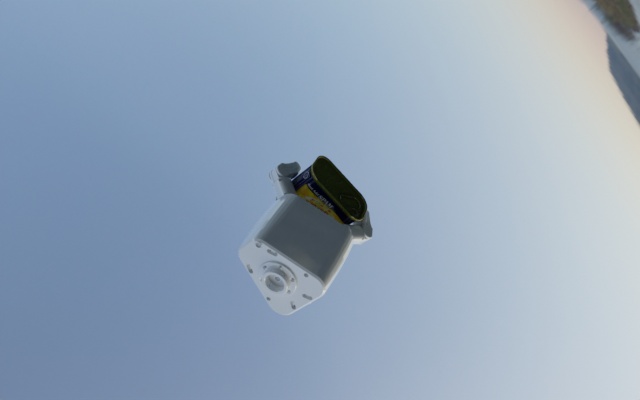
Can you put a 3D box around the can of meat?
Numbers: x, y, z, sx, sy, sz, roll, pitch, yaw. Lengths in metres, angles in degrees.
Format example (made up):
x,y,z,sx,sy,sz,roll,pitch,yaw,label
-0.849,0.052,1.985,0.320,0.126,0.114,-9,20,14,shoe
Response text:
x,y,z,sx,sy,sz,roll,pitch,yaw,label
0.000,0.002,0.671,0.084,0.102,0.057,-36,14,34,can of meat
